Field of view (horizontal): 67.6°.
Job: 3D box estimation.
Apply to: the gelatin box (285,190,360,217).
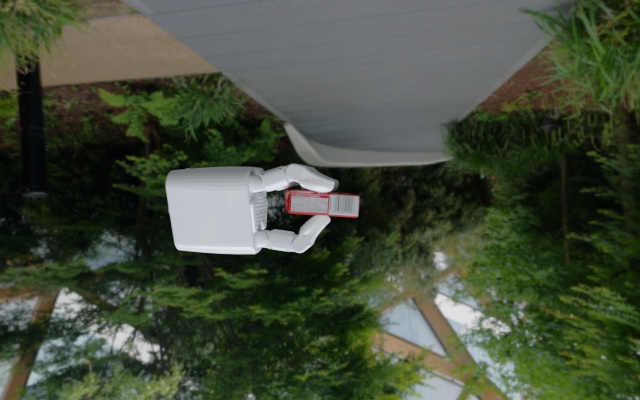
[{"bbox_3d":[0.000,0.002,0.611,0.089,0.030,0.073,4,2,-6],"label":"gelatin box"}]
